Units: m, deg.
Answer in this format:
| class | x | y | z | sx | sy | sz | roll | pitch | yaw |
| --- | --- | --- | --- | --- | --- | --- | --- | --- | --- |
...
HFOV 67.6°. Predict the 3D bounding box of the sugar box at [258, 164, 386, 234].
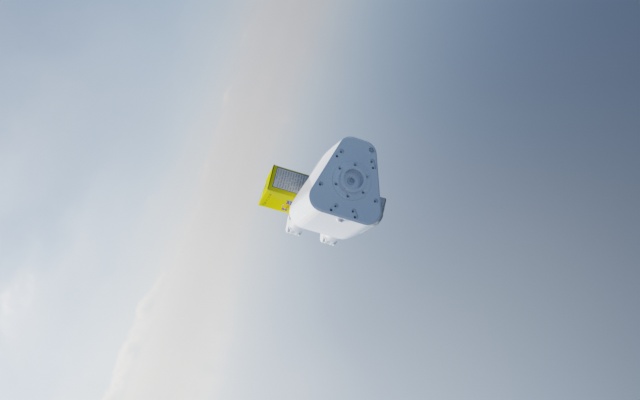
| class | x | y | z | sx | sy | sz | roll | pitch | yaw |
| --- | --- | --- | --- | --- | --- | --- | --- | --- | --- |
| sugar box | 0.000 | 0.003 | 0.726 | 0.176 | 0.048 | 0.093 | 18 | -19 | -10 |
